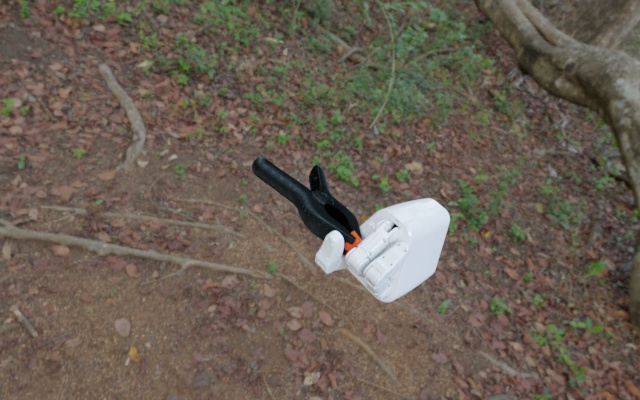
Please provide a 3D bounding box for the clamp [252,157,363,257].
[{"bbox_3d":[0.000,0.002,0.615,0.120,0.039,0.171,-12,52,-49],"label":"clamp"}]
